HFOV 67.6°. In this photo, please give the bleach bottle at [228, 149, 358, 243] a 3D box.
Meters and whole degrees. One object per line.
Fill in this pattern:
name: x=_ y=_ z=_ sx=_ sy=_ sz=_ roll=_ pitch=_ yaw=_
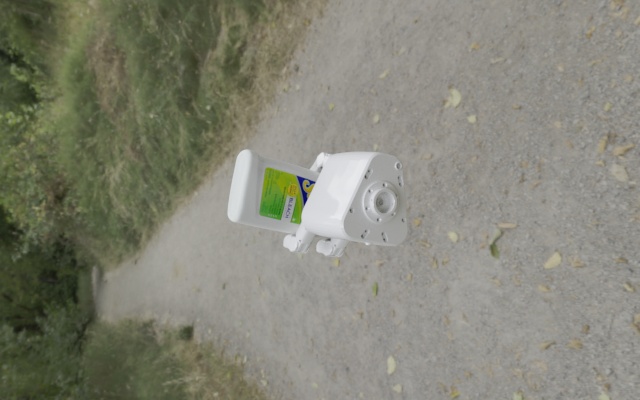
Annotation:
bleach bottle: x=0.000 y=0.002 z=0.687 sx=0.251 sy=0.102 sz=0.068 roll=11 pitch=-1 yaw=-25
